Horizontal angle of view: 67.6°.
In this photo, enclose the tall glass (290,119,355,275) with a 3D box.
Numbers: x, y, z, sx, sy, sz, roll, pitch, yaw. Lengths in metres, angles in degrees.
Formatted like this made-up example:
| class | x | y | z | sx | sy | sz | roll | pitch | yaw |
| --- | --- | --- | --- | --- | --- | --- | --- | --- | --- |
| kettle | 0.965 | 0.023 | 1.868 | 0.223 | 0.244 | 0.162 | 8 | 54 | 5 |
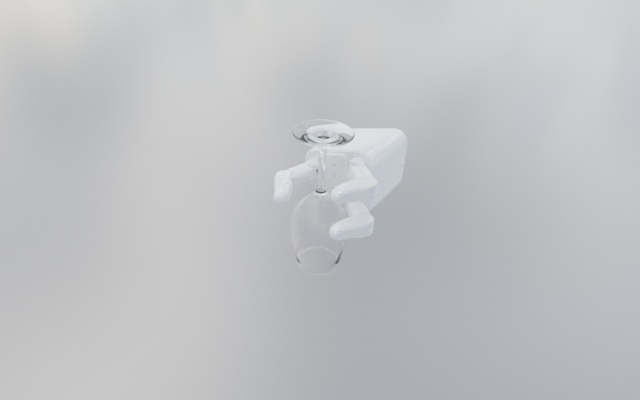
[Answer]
| class | x | y | z | sx | sy | sz | roll | pitch | yaw |
| --- | --- | --- | --- | --- | --- | --- | --- | --- | --- |
| tall glass | 0.000 | 0.001 | 0.620 | 0.079 | 0.201 | 0.079 | 2 | 33 | -1 |
